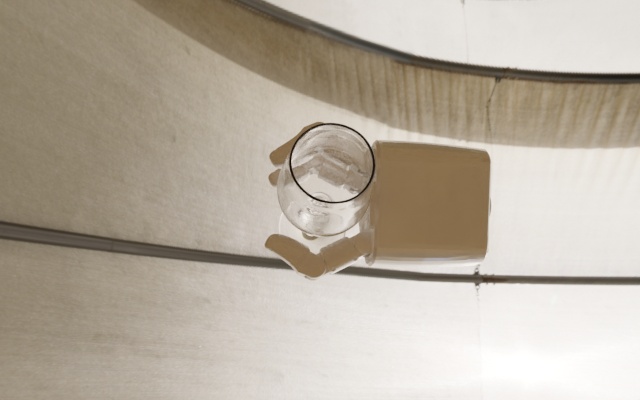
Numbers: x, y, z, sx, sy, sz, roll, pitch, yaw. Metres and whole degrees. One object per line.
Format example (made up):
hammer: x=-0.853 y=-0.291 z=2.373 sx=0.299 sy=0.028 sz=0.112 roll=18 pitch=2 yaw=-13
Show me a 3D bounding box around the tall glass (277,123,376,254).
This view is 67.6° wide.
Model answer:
tall glass: x=0.000 y=0.002 z=0.431 sx=0.079 sy=0.079 sz=0.201 roll=0 pitch=-17 yaw=-5
